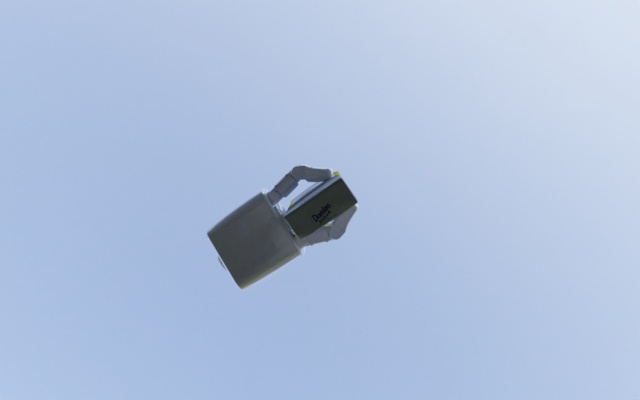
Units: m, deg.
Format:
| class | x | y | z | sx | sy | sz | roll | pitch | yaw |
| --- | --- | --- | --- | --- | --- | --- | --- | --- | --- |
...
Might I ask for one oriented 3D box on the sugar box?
| class | x | y | z | sx | sy | sz | roll | pitch | yaw |
| --- | --- | --- | --- | --- | --- | --- | --- | --- | --- |
| sugar box | 0.000 | 0.003 | 0.692 | 0.093 | 0.048 | 0.176 | -34 | 8 | 4 |
